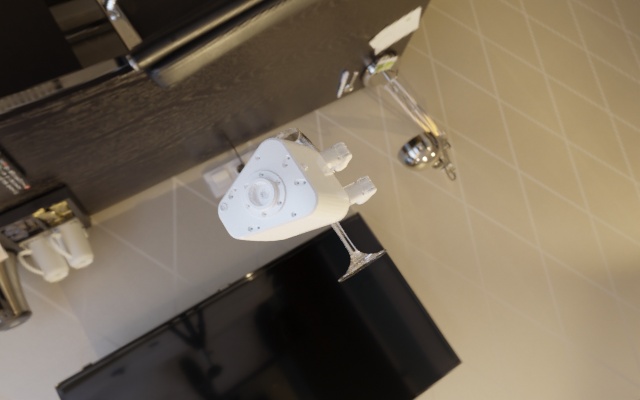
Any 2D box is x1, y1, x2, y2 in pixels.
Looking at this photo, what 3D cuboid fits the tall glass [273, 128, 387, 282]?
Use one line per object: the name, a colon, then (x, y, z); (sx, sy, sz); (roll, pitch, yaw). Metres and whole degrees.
tall glass: (0.000, 0.003, 0.623); (0.079, 0.201, 0.079); (-32, -13, -8)
